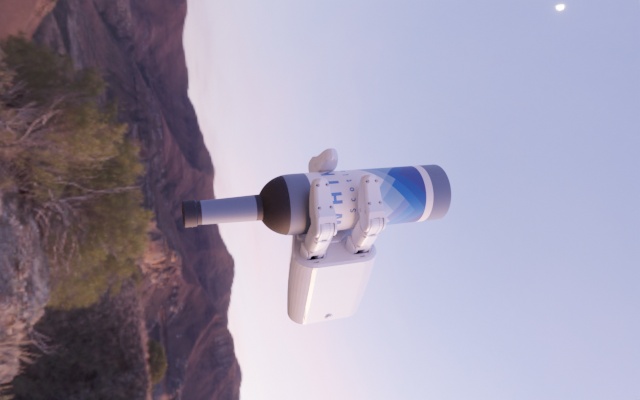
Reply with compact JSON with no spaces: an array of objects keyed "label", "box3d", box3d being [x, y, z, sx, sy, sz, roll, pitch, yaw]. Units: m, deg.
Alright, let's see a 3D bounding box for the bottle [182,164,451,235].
[{"label":"bottle","box3d":[0.000,0.002,0.528,0.296,0.069,0.069,-5,2,-19]}]
